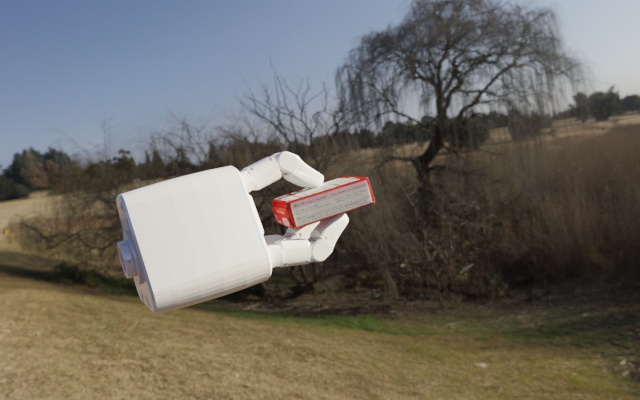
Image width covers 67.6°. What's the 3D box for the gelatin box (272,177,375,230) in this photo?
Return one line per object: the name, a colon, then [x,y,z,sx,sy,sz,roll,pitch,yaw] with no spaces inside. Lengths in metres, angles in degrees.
gelatin box: [0.000,0.001,0.489,0.089,0.030,0.073,-18,8,-15]
